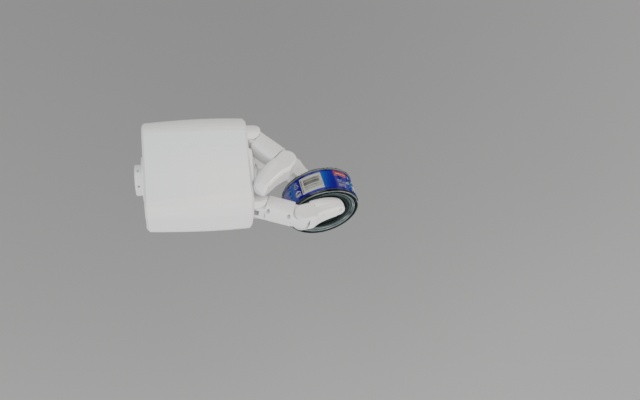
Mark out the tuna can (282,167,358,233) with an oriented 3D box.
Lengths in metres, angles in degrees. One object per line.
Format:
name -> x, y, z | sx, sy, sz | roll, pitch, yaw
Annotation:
tuna can -> 0.000, 0.002, 0.557 | 0.086, 0.033, 0.086 | -13, -34, -9
